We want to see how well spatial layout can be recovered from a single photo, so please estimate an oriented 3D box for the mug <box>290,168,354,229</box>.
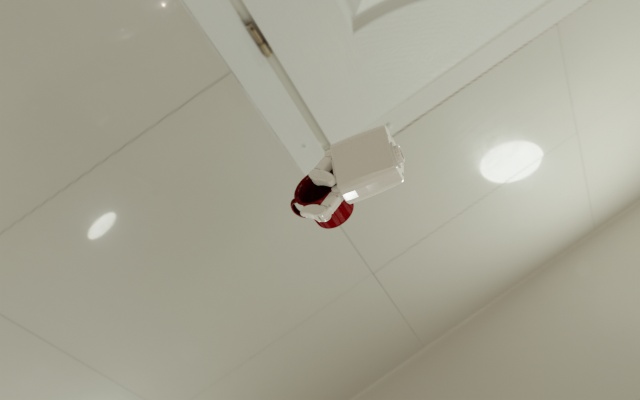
[{"bbox_3d":[-0.001,0.004,0.898,0.117,0.093,0.081,-21,-51,20],"label":"mug"}]
